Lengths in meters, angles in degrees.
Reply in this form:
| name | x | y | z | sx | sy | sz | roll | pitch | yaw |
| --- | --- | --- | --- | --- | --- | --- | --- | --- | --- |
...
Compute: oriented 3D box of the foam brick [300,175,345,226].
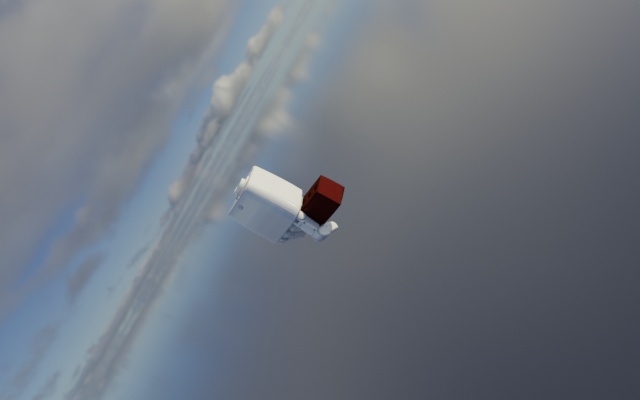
| name | x | y | z | sx | sy | sz | roll | pitch | yaw |
| --- | --- | --- | --- | --- | --- | --- | --- | --- | --- |
| foam brick | 0.000 | 0.003 | 0.877 | 0.051 | 0.053 | 0.078 | 30 | -52 | -13 |
